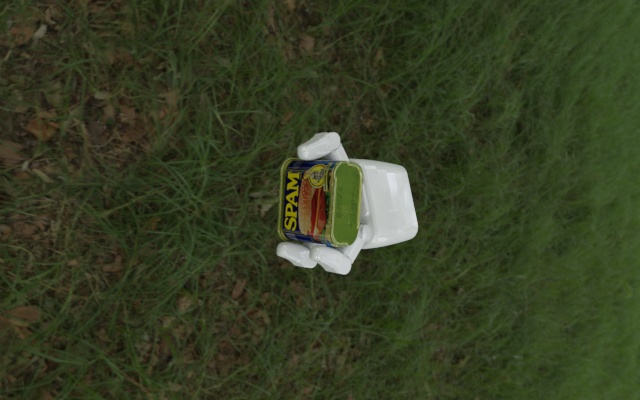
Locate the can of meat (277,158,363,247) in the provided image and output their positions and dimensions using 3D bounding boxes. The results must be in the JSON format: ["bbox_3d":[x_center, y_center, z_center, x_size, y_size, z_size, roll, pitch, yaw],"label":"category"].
[{"bbox_3d":[0.000,0.002,0.559,0.084,0.102,0.057,5,2,42],"label":"can of meat"}]
